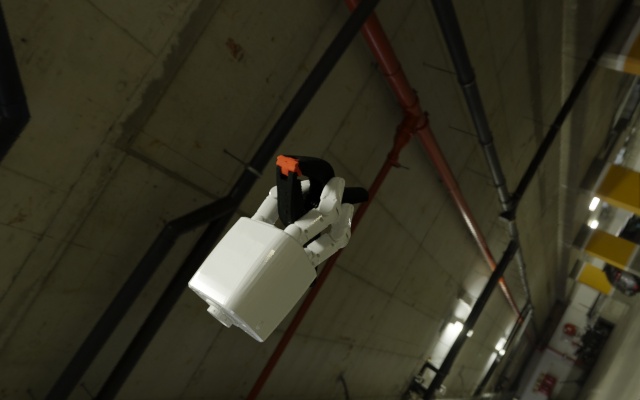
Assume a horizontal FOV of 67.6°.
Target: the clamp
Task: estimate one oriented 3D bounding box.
[{"bbox_3d":[-0.001,0.002,0.611,0.036,0.164,0.210,23,-26,30],"label":"clamp"}]
